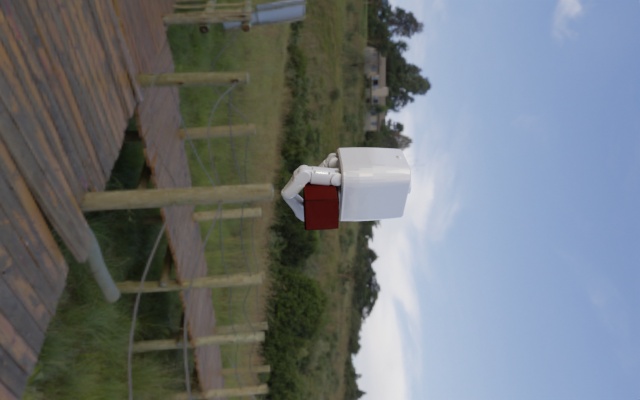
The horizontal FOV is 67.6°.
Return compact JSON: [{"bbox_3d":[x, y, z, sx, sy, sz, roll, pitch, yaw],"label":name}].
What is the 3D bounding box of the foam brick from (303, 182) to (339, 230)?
[{"bbox_3d":[0.000,0.003,0.726,0.051,0.053,0.078,0,31,-3],"label":"foam brick"}]
